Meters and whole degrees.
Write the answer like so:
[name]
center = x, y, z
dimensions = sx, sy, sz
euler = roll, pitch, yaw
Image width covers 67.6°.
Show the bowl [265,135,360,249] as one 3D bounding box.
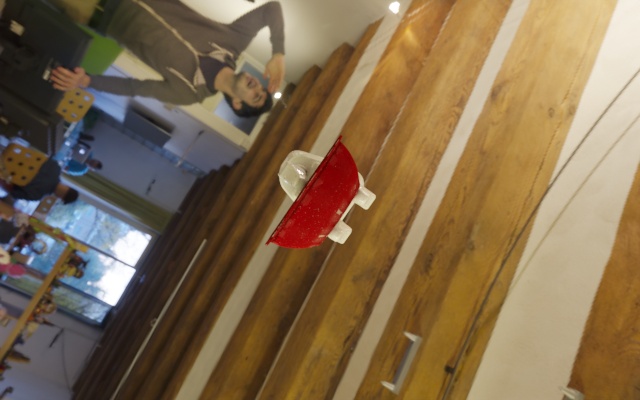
[bowl]
center = 0.000, 0.003, 0.578
dimensions = 0.055, 0.162, 0.162
euler = 35, -2, -2
